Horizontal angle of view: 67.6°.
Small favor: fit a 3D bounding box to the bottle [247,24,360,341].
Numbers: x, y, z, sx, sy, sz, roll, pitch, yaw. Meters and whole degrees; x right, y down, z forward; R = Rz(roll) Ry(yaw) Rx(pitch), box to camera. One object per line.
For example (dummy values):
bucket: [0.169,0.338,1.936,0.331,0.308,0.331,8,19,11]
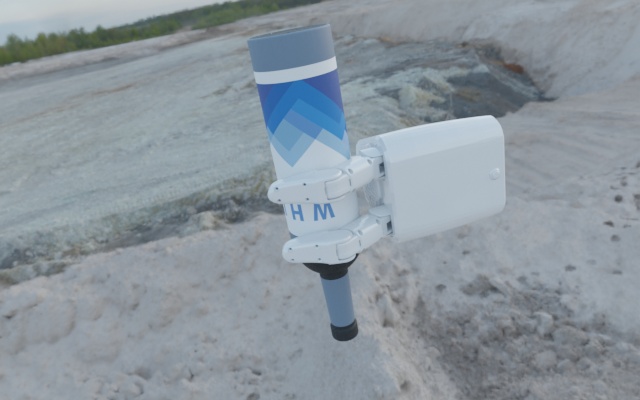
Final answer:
bottle: [0.000,0.001,0.430,0.069,0.296,0.069,-9,23,4]
